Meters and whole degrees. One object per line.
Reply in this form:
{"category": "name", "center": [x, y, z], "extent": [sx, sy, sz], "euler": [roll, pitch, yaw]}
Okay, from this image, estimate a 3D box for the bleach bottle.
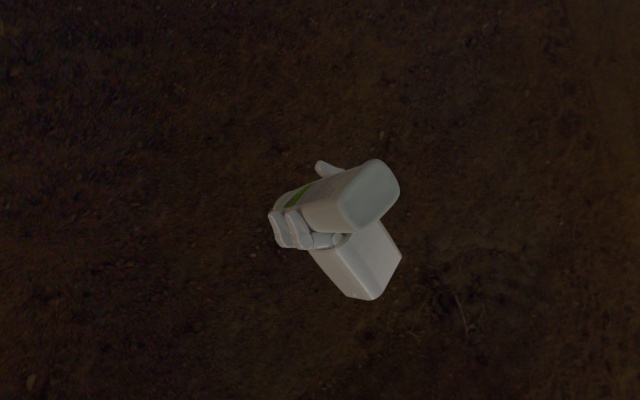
{"category": "bleach bottle", "center": [0.000, 0.002, 0.711], "extent": [0.102, 0.068, 0.251], "euler": [-43, 17, -25]}
